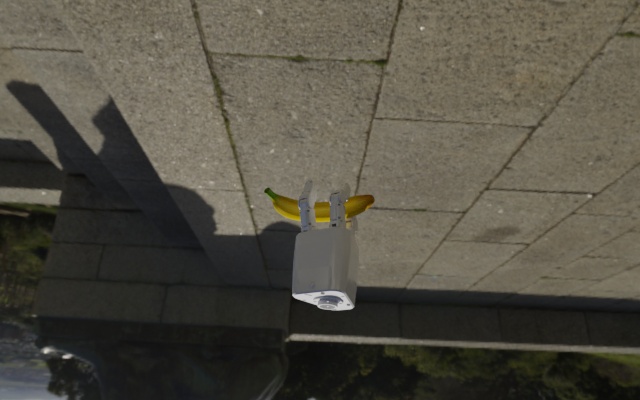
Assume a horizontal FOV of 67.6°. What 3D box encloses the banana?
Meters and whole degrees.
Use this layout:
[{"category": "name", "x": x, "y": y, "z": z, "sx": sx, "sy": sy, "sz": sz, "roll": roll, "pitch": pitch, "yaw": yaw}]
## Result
[{"category": "banana", "x": -0.001, "y": 0.013, "z": 0.859, "sx": 0.198, "sy": 0.037, "sz": 0.070, "roll": 3, "pitch": -32, "yaw": 9}]
